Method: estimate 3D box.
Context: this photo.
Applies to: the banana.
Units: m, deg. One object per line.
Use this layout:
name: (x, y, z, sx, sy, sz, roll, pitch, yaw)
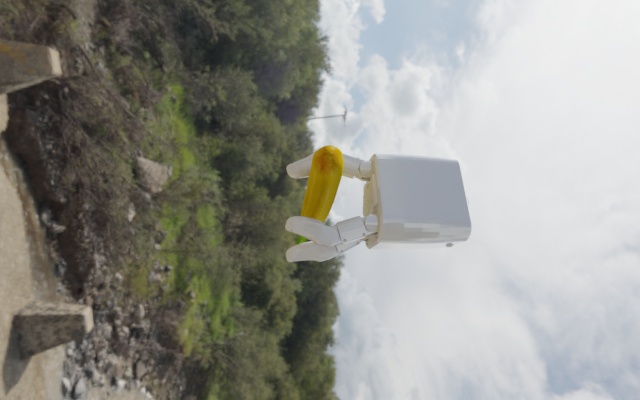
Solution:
banana: (0.002, -0.012, 0.543, 0.037, 0.069, 0.198, 11, -33, -3)
